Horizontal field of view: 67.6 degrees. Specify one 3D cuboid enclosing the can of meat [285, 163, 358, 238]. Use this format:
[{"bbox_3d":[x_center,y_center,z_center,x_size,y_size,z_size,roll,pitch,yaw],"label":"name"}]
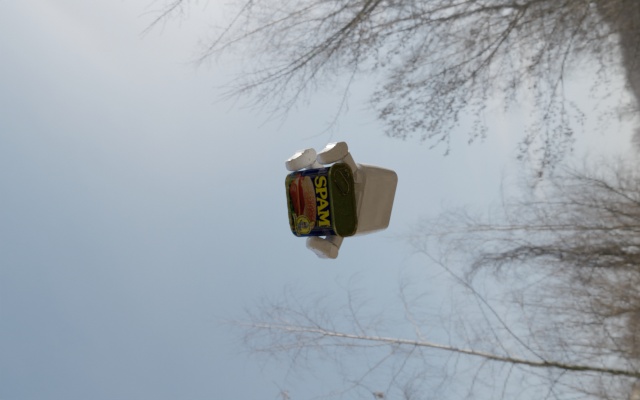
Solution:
[{"bbox_3d":[0.000,0.002,0.678,0.084,0.102,0.057,-5,0,37],"label":"can of meat"}]
